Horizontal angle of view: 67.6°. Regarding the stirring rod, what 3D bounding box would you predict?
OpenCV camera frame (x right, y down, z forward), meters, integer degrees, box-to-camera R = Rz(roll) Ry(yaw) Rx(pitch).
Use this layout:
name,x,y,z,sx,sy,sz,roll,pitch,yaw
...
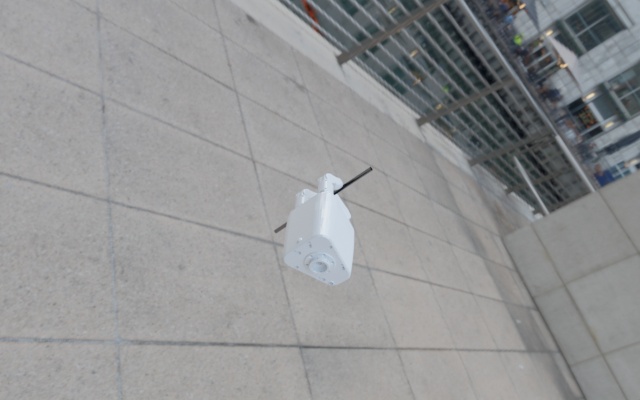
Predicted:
name,x,y,z,sx,sy,sz,roll,pitch,yaw
stirring rod,0.000,0.003,0.897,0.239,0.011,0.011,-33,-17,27
